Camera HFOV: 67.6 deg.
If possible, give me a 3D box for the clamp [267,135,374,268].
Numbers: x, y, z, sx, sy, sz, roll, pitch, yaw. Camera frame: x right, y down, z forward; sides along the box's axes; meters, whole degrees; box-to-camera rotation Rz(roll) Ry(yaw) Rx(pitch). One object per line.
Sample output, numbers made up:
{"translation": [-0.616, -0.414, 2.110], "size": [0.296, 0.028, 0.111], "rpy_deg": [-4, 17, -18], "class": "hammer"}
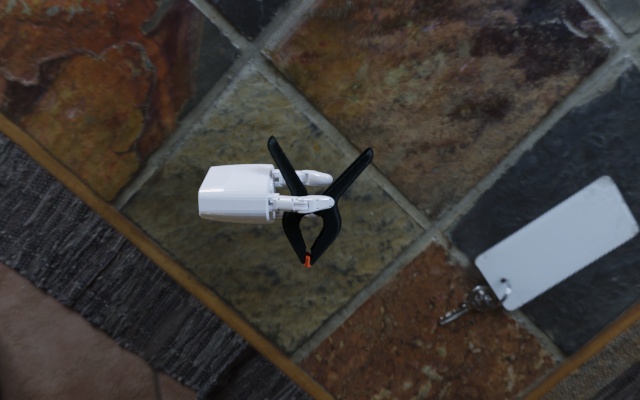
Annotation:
{"translation": [0.000, 0.003, 0.756], "size": [0.164, 0.210, 0.036], "rpy_deg": [0, 12, -1], "class": "clamp"}
